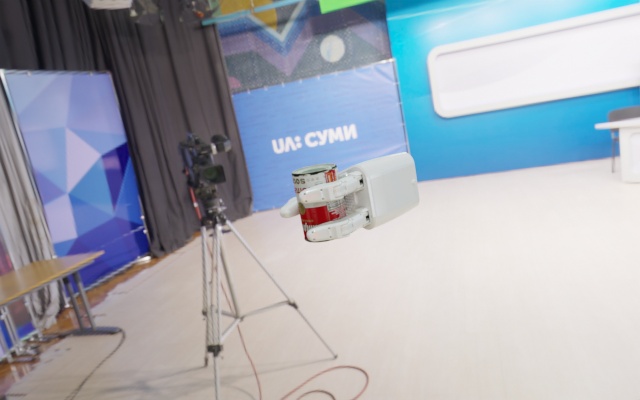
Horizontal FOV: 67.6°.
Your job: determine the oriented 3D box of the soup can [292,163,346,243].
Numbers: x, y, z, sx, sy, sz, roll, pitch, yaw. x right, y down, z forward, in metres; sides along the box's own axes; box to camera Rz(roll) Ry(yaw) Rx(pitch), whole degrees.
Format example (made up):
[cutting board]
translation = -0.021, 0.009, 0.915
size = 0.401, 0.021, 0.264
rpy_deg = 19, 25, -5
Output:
[soup can]
translation = 0.000, 0.002, 0.696
size = 0.068, 0.102, 0.068
rpy_deg = -10, 13, 2
